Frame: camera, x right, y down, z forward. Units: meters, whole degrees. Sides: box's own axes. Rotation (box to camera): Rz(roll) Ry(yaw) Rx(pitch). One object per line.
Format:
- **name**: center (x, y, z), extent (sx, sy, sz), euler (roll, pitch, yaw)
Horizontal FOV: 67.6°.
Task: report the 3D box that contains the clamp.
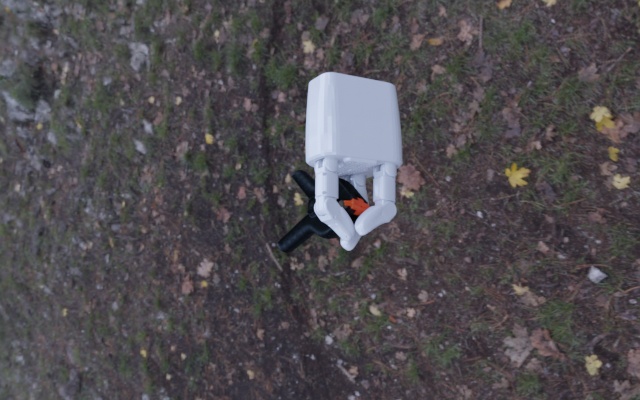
- **clamp**: center (0.000, 0.002, 0.635), extent (0.039, 0.120, 0.171), euler (12, -19, -37)
